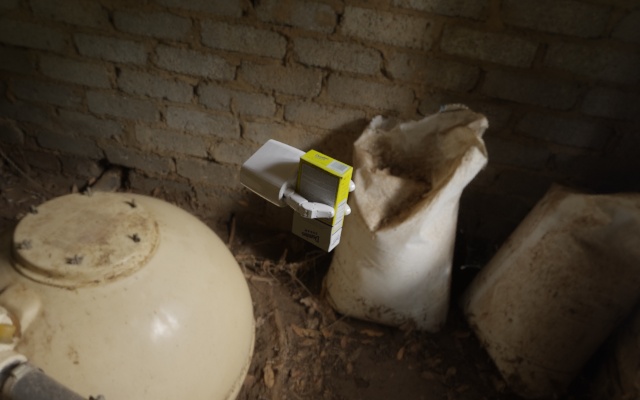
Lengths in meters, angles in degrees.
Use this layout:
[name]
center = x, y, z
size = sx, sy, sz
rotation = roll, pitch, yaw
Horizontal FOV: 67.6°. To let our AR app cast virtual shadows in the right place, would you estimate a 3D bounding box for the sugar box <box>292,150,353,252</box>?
[sugar box]
center = 0.000, 0.003, 0.899
size = 0.093, 0.176, 0.048
rotation = 27, 41, 23
